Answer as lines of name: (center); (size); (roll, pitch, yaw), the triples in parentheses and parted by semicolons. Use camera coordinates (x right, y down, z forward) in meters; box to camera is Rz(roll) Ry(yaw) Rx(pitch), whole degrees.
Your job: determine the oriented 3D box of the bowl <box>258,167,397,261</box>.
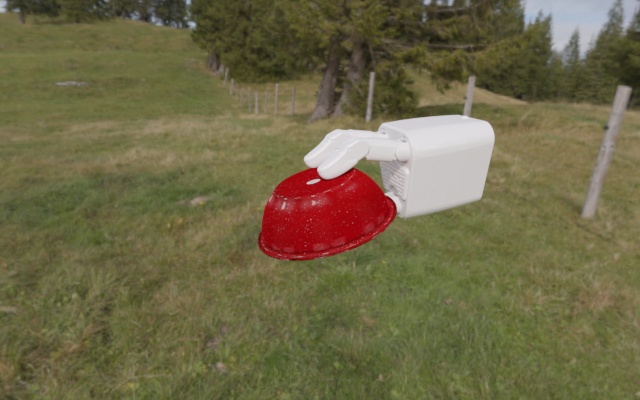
bowl: (-0.001, 0.002, 0.528); (0.162, 0.055, 0.162); (-14, 22, 6)
